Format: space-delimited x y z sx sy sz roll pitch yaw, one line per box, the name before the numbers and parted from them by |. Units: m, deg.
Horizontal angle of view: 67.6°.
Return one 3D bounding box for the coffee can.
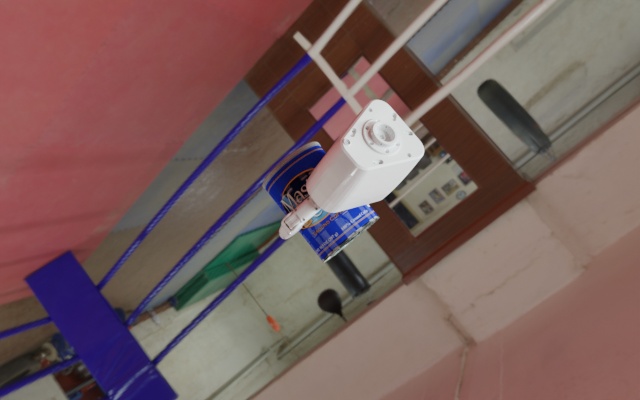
coffee can | 0.000 0.002 0.679 0.103 0.140 0.103 -38 -8 -6
